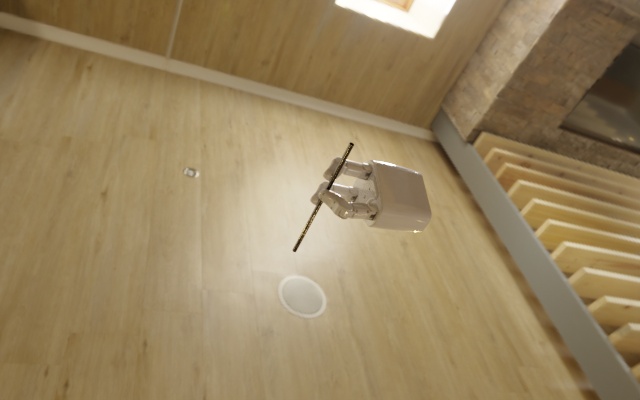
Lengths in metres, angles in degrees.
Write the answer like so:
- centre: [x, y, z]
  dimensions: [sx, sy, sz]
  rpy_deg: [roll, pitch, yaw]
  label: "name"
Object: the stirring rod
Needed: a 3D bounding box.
- centre: [0.000, 0.003, 0.780]
  dimensions: [0.011, 0.240, 0.011]
  rpy_deg: [18, 36, -14]
  label: "stirring rod"
